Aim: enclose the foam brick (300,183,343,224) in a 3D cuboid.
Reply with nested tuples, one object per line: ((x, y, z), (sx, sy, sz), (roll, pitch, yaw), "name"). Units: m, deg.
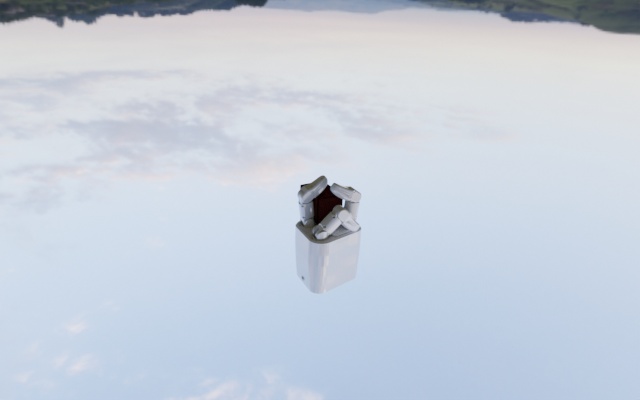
((0.000, 0.003, 0.876), (0.053, 0.051, 0.078), (-9, 25, -24), "foam brick")
